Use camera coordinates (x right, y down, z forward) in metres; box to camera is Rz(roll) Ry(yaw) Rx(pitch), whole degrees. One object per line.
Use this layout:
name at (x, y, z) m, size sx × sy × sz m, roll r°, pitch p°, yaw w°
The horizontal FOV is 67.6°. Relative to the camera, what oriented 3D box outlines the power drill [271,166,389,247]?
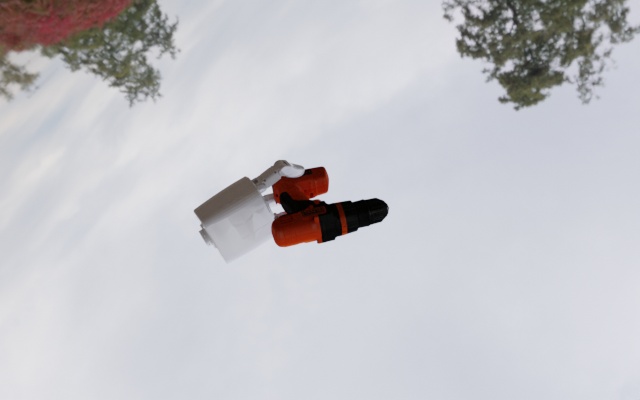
power drill at (0.000, 0.003, 0.790) m, size 0.184 × 0.057 × 0.187 m, roll -11°, pitch 25°, yaw -10°
